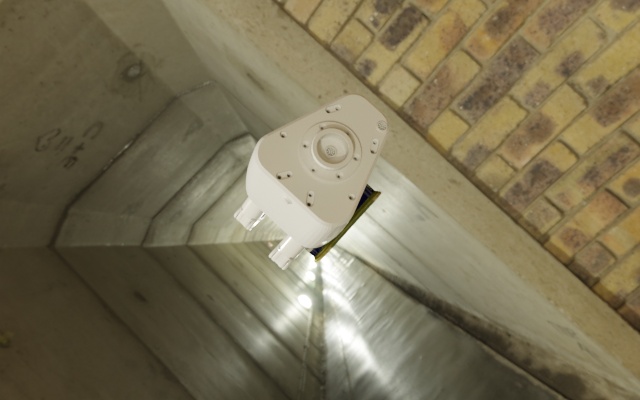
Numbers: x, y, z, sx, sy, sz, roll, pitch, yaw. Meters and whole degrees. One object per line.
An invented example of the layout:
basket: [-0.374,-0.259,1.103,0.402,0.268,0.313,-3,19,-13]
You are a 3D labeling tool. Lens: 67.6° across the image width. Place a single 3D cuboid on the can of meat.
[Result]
can of meat: [0.000,0.001,0.517,0.084,0.102,0.057,43,-13,1]
